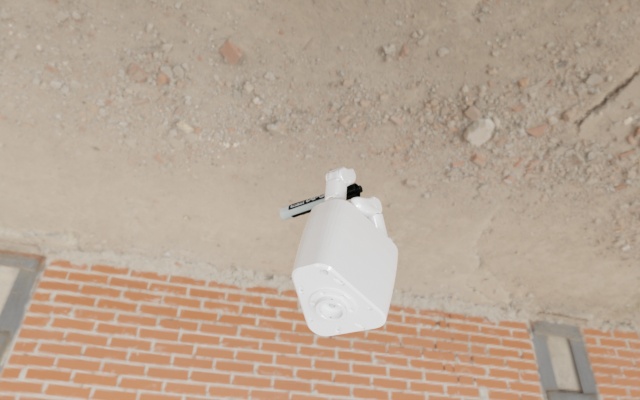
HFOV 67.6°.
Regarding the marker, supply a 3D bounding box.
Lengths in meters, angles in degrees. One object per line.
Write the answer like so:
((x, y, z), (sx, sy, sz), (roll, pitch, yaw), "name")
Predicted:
((0.000, 0.002, 0.630), (0.121, 0.020, 0.020), (-18, -8, 26), "marker")
